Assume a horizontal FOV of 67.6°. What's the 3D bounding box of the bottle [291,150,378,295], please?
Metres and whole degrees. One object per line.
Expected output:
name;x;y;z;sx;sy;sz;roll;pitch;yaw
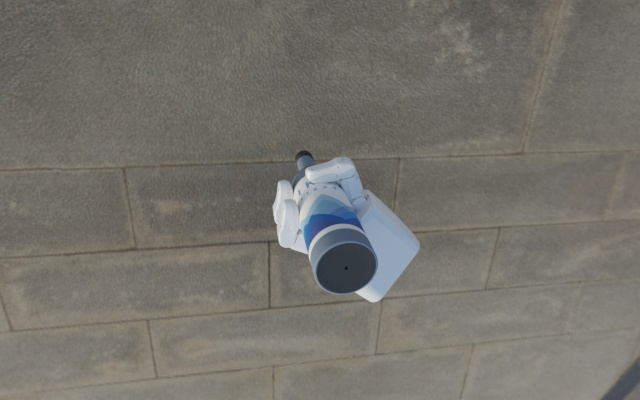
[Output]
bottle;0.000;0.002;0.608;0.069;0.069;0.295;0;27;-11
